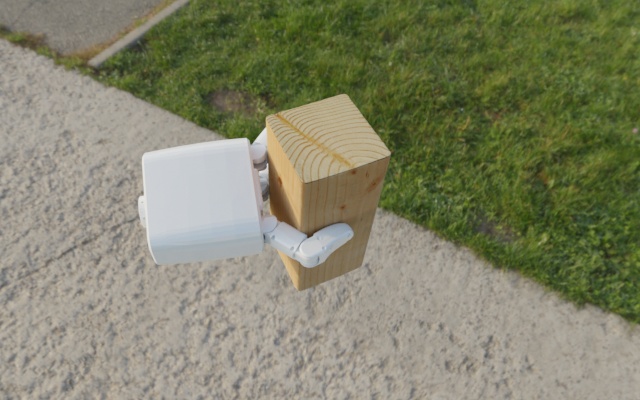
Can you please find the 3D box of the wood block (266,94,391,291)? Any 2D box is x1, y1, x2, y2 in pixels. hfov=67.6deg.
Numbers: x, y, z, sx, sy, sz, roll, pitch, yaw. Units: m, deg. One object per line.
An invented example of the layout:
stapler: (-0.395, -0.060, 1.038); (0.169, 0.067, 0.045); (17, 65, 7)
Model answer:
wood block: (0.000, 0.002, 0.518); (0.090, 0.090, 0.206); (-19, -33, -17)
